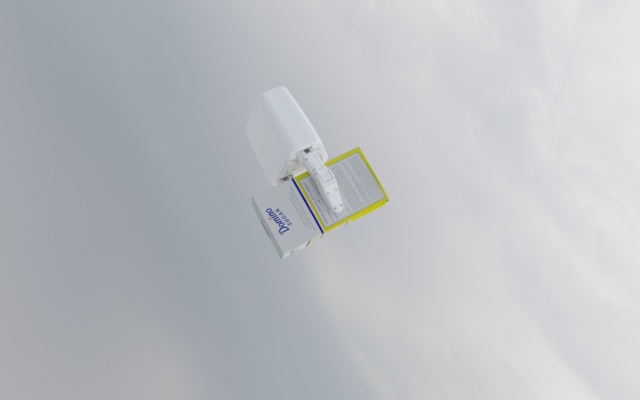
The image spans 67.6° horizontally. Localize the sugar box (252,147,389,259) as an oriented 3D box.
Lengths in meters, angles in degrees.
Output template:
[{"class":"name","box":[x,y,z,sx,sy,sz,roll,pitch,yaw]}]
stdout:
[{"class":"sugar box","box":[0.000,0.002,0.684,0.176,0.093,0.048,-26,-12,-14]}]
